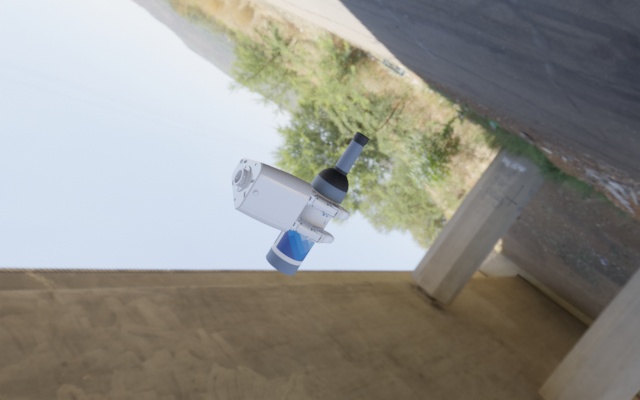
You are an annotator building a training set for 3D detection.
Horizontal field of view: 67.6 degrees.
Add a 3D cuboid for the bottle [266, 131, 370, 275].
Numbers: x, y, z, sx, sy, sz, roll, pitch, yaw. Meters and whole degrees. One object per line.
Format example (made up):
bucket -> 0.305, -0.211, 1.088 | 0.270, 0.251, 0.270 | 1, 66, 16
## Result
bottle -> 0.000, 0.003, 0.894 | 0.069, 0.296, 0.069 | 31, 12, -7
